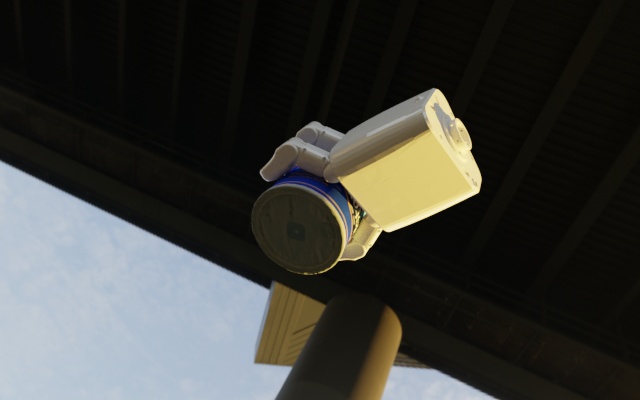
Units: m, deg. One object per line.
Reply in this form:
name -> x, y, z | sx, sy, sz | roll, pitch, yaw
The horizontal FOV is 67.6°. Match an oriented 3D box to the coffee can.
coffee can -> 0.000, 0.002, 0.538 | 0.103, 0.103, 0.140 | 0, 26, 24
